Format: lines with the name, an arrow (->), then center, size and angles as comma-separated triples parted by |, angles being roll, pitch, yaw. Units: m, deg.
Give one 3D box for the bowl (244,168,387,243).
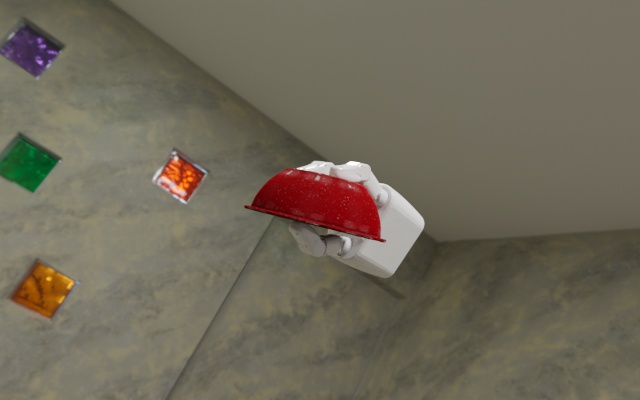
bowl -> 0.000, 0.001, 0.531 | 0.162, 0.055, 0.162 | 14, -2, 0
